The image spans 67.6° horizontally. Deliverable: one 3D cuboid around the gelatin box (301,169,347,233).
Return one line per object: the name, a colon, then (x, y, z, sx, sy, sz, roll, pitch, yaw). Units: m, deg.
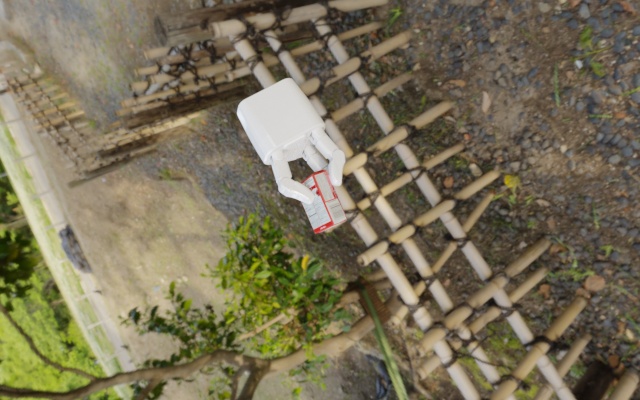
gelatin box: (0.000, 0.003, 0.773, 0.030, 0.089, 0.073, -20, -5, -29)
